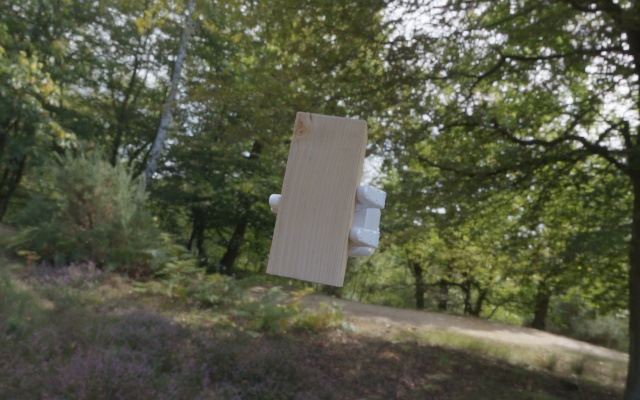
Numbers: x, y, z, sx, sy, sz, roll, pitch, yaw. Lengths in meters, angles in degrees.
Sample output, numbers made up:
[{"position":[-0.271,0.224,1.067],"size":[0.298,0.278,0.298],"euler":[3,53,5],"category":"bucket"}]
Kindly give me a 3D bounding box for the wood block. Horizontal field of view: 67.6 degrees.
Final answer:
[{"position":[0.000,0.002,0.622],"size":[0.091,0.206,0.090],"euler":[9,-9,8],"category":"wood block"}]
